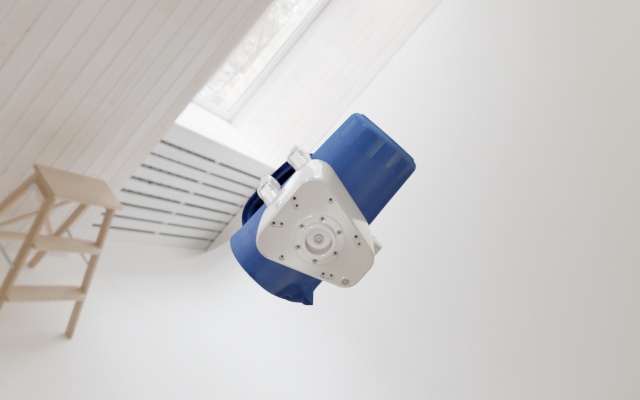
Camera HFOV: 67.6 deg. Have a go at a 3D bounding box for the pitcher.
[{"bbox_3d":[0.000,0.002,0.628,0.149,0.243,0.145,41,9,-6],"label":"pitcher"}]
